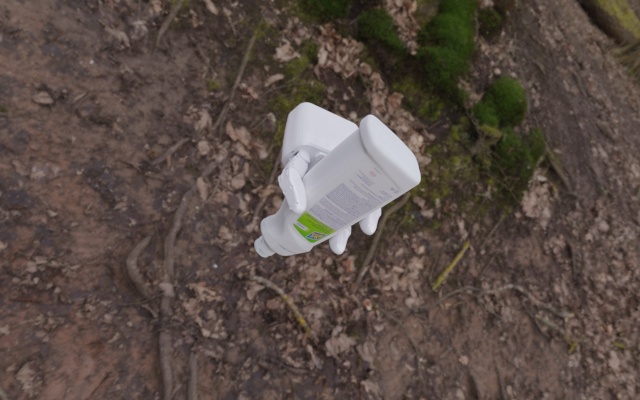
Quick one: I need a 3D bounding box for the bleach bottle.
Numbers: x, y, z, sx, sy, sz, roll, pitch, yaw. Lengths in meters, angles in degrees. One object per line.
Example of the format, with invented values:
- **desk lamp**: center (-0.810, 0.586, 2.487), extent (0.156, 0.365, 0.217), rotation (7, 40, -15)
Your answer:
- **bleach bottle**: center (0.000, 0.002, 0.620), extent (0.251, 0.068, 0.103), rotation (-35, -55, 29)
